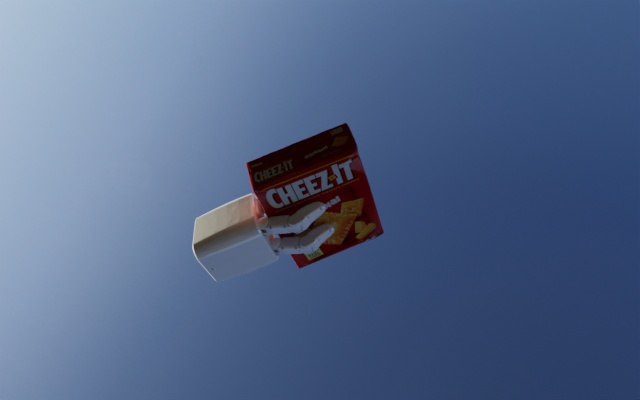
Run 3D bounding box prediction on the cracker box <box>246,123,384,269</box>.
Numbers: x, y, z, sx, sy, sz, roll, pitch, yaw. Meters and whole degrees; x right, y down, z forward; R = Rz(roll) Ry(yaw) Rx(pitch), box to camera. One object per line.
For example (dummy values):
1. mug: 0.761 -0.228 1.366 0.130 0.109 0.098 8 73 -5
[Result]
1. cracker box: 0.000 0.002 0.764 0.164 0.072 0.214 -22 -43 2
